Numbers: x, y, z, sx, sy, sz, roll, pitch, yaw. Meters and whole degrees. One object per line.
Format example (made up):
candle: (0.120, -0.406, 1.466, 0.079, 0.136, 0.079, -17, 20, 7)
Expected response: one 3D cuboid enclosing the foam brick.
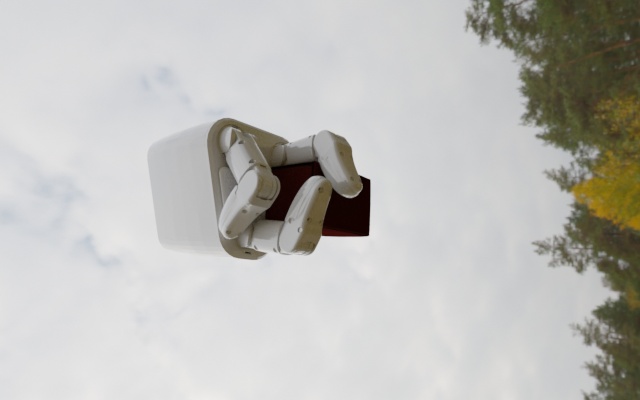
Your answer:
foam brick: (0.000, 0.001, 0.407, 0.051, 0.053, 0.078, -5, -13, 42)
